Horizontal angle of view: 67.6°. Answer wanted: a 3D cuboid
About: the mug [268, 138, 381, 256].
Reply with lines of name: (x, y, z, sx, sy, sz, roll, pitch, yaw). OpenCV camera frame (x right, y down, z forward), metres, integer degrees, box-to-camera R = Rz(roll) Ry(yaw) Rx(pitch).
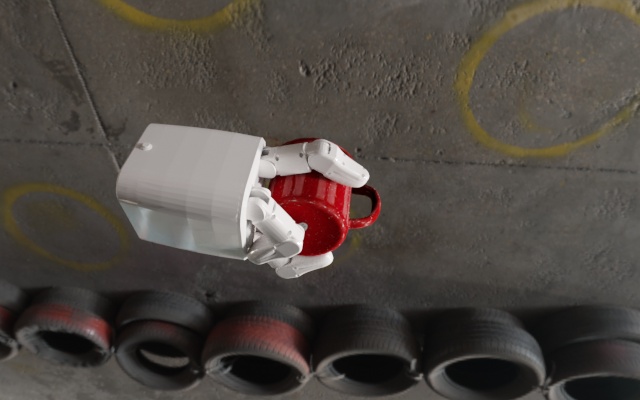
mug: (0.001, 0.002, 0.466, 0.117, 0.081, 0.093, 9, -45, 0)
